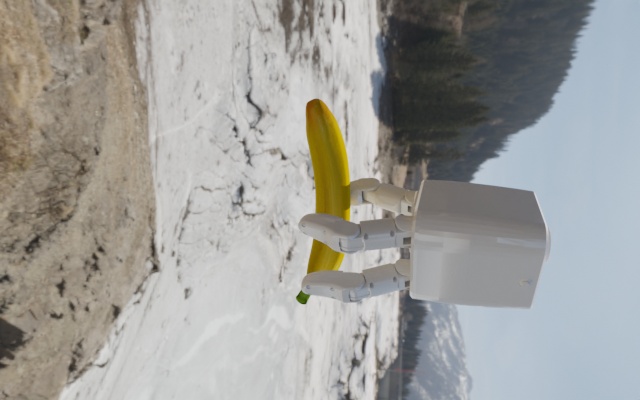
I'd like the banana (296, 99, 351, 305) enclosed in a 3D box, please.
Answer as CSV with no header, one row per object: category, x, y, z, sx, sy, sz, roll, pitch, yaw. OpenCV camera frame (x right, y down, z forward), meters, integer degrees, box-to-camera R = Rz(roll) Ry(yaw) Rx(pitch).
banana,0.007,0.001,0.466,0.037,0.198,0.069,7,15,20
